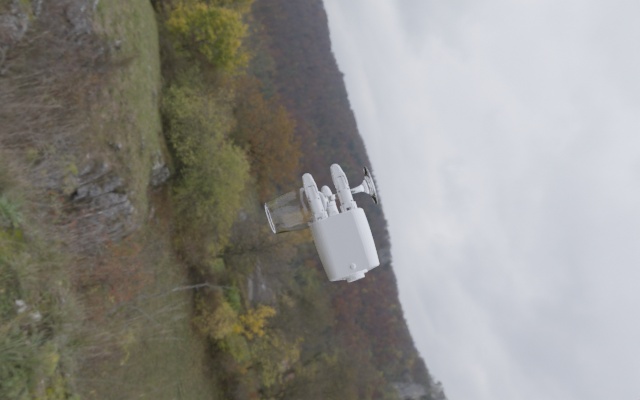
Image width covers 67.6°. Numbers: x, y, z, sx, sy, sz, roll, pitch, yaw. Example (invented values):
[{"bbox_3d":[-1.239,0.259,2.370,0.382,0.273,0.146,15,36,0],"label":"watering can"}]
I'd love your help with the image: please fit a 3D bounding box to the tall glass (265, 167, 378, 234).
[{"bbox_3d":[0.001,0.003,0.891,0.201,0.079,0.079,-18,0,-1],"label":"tall glass"}]
